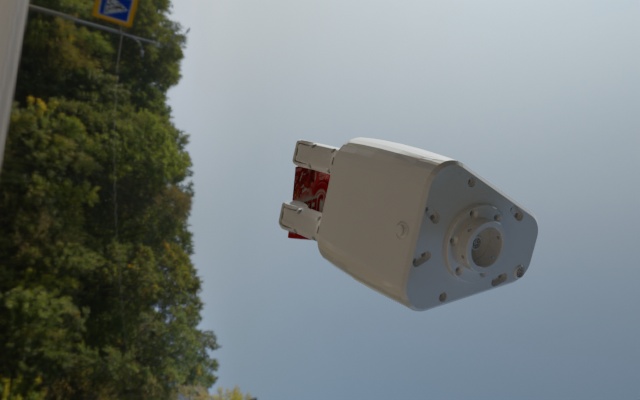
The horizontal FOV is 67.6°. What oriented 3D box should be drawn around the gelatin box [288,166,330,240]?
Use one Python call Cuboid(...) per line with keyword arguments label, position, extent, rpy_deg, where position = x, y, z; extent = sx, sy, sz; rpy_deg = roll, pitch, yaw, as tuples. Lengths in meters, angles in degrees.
Cuboid(label="gelatin box", position=(0.000, 0.002, 0.447), extent=(0.030, 0.073, 0.089), rpy_deg=(8, -5, -24))
